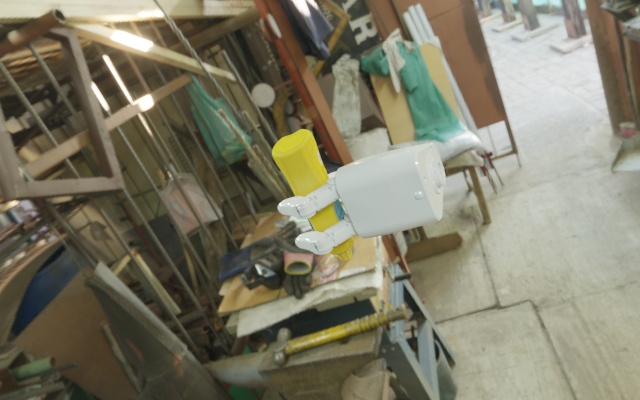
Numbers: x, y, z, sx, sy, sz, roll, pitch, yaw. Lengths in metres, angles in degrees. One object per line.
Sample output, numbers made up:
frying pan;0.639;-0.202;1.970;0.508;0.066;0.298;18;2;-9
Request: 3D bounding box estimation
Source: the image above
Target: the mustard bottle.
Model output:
mustard bottle;0.000;0.002;0.655;0.058;0.192;0.096;-24;21;6
